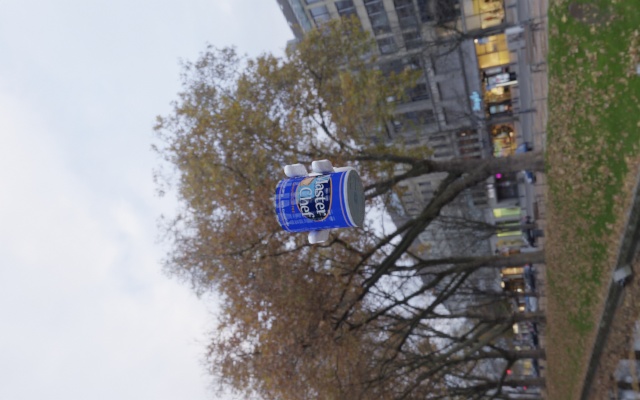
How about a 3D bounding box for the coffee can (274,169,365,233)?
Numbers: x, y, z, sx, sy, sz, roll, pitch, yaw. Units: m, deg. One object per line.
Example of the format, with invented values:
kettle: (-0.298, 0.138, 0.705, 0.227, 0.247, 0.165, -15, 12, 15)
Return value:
coffee can: (0.000, 0.003, 0.874, 0.140, 0.103, 0.103, -7, -2, 21)
